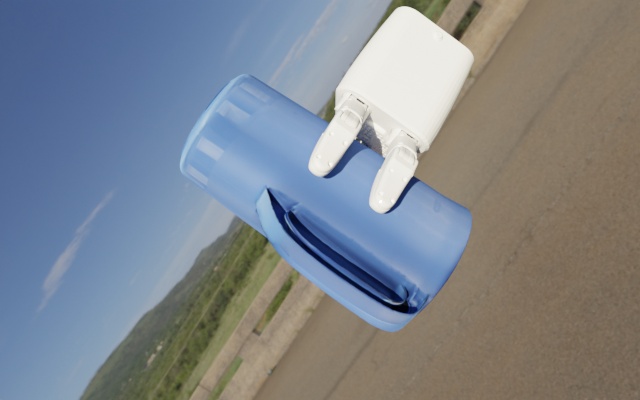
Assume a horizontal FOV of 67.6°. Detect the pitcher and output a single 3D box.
[{"bbox_3d":[0.000,0.001,0.424,0.243,0.145,0.149,34,-15,-5],"label":"pitcher"}]
